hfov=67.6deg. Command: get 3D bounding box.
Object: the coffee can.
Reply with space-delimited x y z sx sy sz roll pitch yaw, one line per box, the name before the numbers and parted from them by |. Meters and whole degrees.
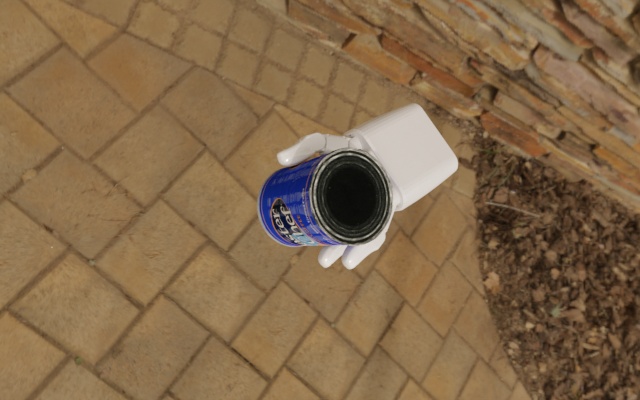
coffee can | 0.000 0.002 0.550 0.103 0.103 0.140 0 -5 -29
